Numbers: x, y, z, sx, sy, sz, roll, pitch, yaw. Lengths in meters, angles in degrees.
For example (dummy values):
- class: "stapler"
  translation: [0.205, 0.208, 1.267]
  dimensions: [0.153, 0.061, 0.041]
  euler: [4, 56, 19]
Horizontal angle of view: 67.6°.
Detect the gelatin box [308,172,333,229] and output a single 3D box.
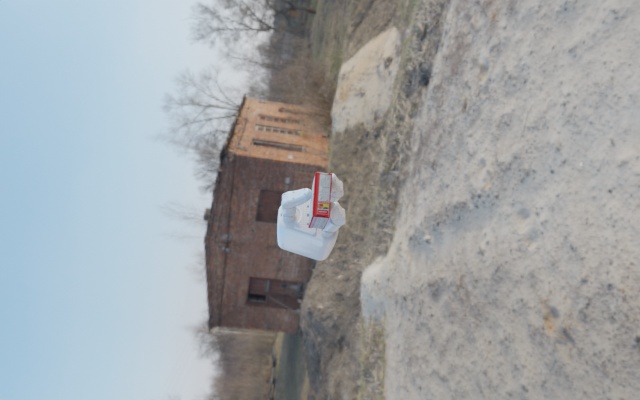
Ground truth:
- class: "gelatin box"
  translation: [0.000, 0.002, 0.782]
  dimensions: [0.030, 0.073, 0.089]
  euler: [5, -16, -4]
